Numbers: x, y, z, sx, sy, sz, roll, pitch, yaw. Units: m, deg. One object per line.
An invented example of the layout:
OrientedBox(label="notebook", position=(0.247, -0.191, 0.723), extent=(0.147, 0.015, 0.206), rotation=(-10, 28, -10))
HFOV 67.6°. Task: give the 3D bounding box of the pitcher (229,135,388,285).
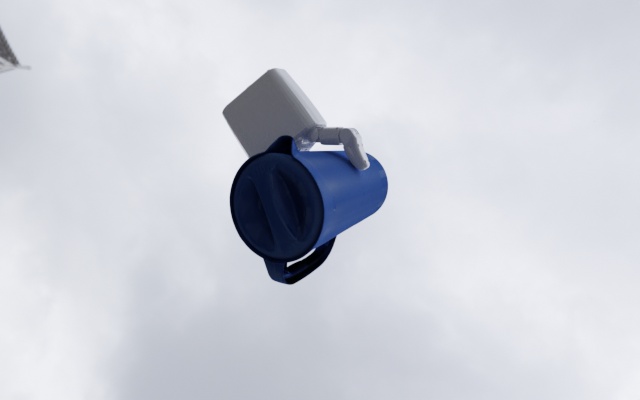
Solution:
OrientedBox(label="pitcher", position=(0.000, 0.002, 0.655), extent=(0.149, 0.145, 0.243), rotation=(-42, -13, 28))
